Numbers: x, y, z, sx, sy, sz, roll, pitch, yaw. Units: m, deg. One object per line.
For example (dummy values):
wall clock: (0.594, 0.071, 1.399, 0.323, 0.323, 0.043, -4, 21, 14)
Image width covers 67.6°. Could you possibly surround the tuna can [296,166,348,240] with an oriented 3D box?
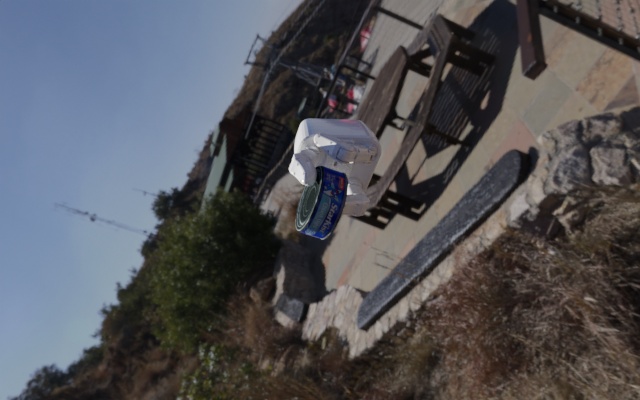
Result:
tuna can: (0.000, 0.002, 0.576, 0.034, 0.086, 0.086, 18, -5, -15)
